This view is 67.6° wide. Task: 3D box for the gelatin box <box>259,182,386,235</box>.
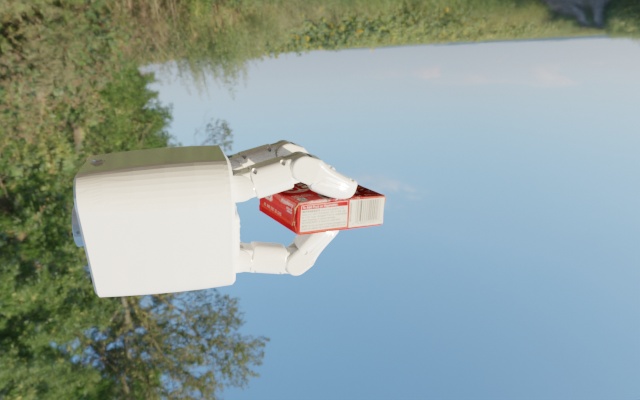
[{"bbox_3d":[0.000,0.002,0.420,0.089,0.030,0.073,-5,18,-30],"label":"gelatin box"}]
